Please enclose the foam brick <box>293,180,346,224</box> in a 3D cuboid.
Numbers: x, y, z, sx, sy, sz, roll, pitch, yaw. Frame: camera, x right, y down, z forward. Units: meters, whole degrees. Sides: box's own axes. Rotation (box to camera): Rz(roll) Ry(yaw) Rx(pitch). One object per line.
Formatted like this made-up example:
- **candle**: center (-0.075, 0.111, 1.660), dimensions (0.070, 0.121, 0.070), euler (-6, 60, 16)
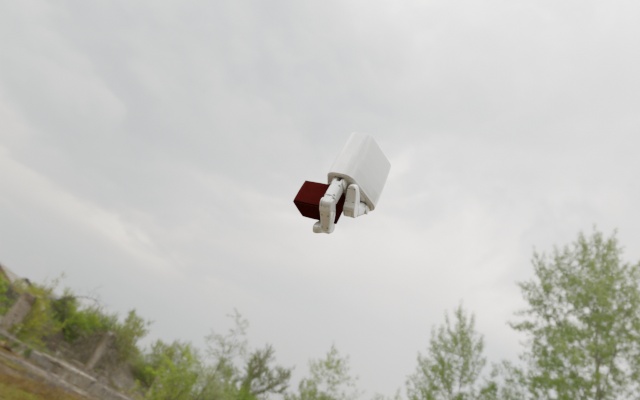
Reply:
- **foam brick**: center (0.000, 0.003, 0.882), dimensions (0.078, 0.051, 0.053), euler (12, -30, 27)
